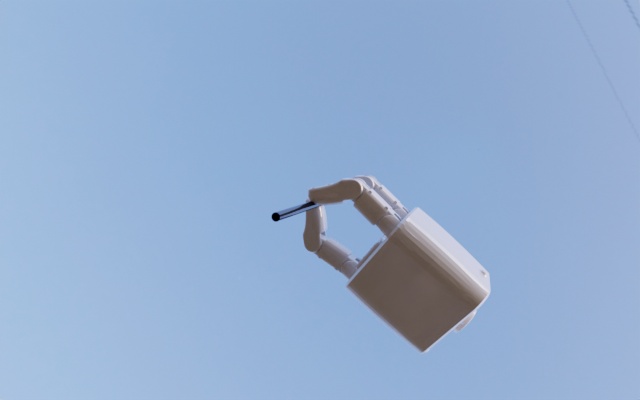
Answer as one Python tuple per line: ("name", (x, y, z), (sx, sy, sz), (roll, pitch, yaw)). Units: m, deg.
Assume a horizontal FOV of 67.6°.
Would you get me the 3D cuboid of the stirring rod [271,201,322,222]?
("stirring rod", (0.000, 0.002, 0.512), (0.011, 0.011, 0.239), (0, 6, 18))
